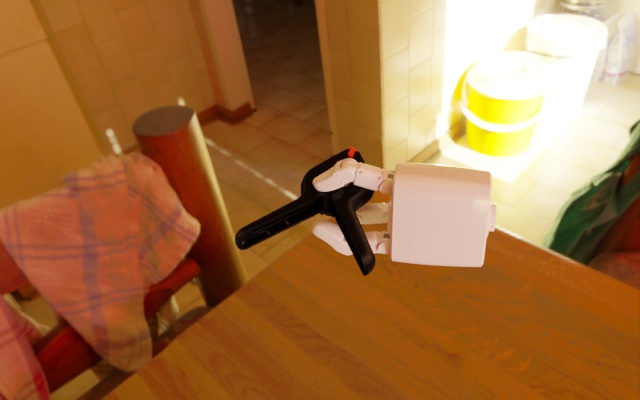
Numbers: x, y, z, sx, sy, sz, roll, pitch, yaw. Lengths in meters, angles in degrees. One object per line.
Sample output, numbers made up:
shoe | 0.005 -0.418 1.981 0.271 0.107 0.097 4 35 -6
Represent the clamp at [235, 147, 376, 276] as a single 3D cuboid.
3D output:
clamp | 0.000 0.001 0.587 0.164 0.036 0.209 5 41 14
